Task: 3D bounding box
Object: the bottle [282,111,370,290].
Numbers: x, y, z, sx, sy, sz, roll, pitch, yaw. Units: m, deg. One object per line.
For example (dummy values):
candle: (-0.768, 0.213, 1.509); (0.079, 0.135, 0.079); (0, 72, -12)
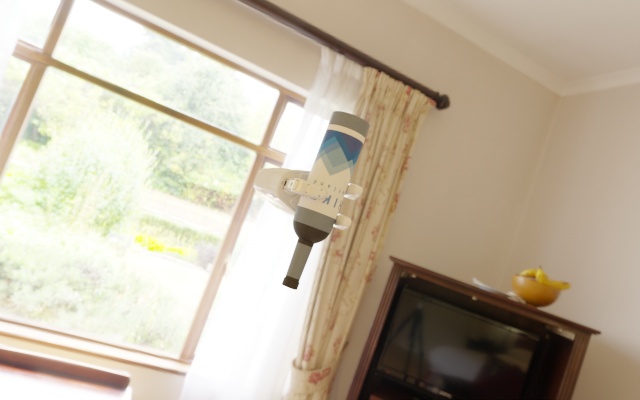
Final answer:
bottle: (0.000, 0.002, 0.782); (0.069, 0.295, 0.069); (20, -4, 2)
